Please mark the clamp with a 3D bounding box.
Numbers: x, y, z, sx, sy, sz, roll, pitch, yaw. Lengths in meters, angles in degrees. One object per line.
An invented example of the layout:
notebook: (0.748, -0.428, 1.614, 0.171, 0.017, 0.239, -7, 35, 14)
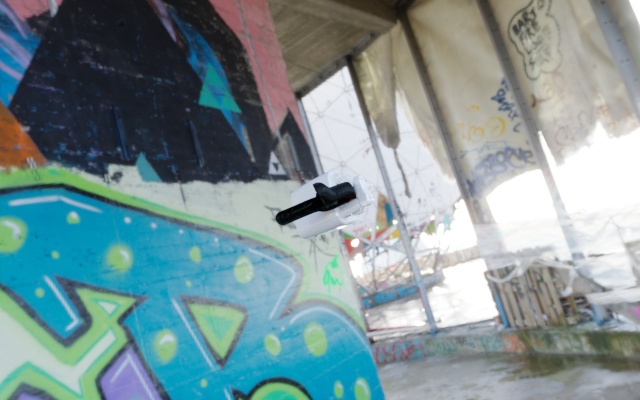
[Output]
clamp: (0.000, 0.002, 0.853, 0.120, 0.039, 0.171, -28, -14, 30)
